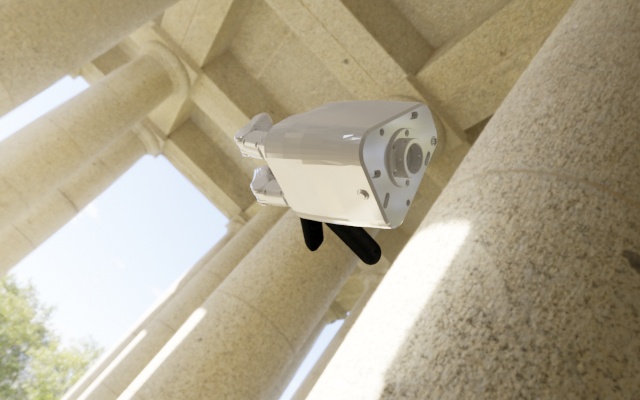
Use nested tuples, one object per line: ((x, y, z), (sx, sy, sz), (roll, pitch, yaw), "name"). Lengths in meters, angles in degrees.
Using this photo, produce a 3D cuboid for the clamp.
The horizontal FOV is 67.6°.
((0.000, 0.001, 0.514), (0.120, 0.172, 0.039), (9, 46, 42), "clamp")
